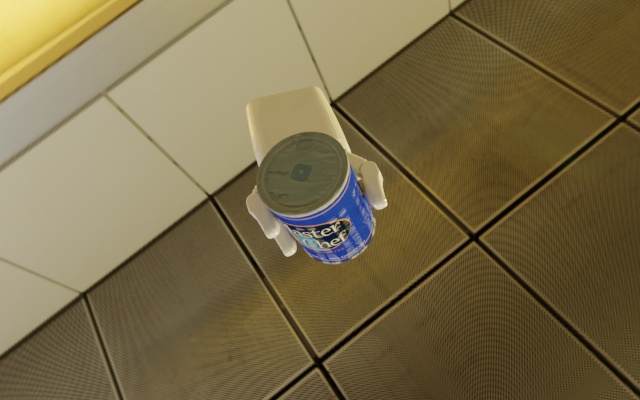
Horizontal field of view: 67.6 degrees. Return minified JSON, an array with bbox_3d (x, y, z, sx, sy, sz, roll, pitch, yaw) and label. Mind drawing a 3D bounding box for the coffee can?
[{"bbox_3d":[0.000,0.002,0.557,0.103,0.102,0.140,0,-28,20],"label":"coffee can"}]
